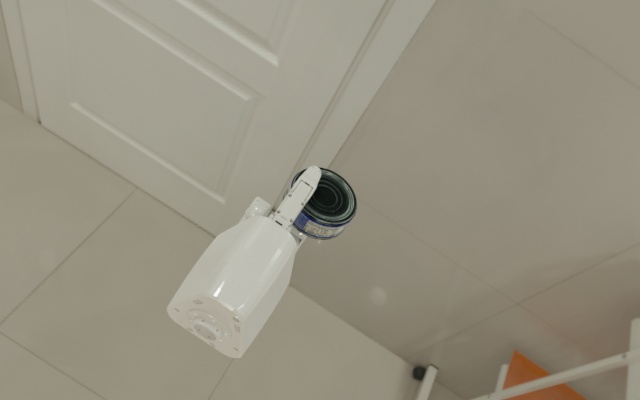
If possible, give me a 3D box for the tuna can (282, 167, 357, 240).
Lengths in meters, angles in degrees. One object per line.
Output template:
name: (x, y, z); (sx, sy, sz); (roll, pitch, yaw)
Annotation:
tuna can: (0.000, 0.001, 0.570); (0.086, 0.086, 0.034); (0, -35, -28)
